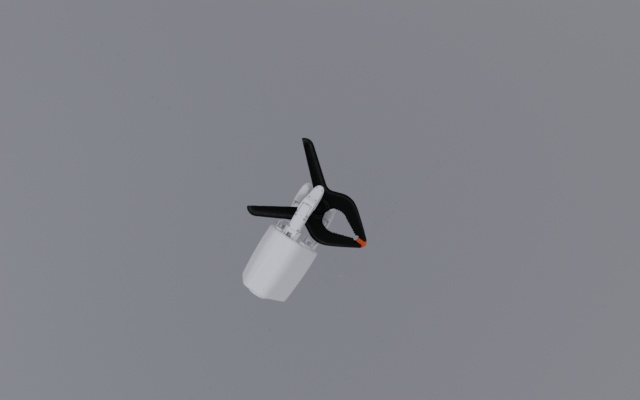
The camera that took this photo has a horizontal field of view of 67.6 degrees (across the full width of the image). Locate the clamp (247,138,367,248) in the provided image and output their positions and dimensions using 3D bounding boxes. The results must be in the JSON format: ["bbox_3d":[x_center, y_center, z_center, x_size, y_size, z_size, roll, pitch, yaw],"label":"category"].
[{"bbox_3d":[0.000,0.003,0.820,0.210,0.164,0.036,32,0,7],"label":"clamp"}]
